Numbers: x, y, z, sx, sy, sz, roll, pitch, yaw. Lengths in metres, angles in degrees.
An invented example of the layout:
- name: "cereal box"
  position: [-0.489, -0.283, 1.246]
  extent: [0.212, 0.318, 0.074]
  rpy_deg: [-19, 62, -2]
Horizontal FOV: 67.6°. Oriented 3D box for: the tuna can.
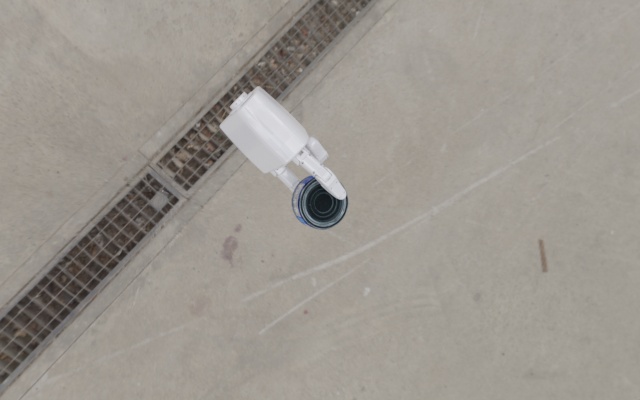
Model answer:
- name: "tuna can"
  position: [0.000, 0.003, 0.752]
  extent: [0.086, 0.086, 0.034]
  rpy_deg: [0, 5, -22]
